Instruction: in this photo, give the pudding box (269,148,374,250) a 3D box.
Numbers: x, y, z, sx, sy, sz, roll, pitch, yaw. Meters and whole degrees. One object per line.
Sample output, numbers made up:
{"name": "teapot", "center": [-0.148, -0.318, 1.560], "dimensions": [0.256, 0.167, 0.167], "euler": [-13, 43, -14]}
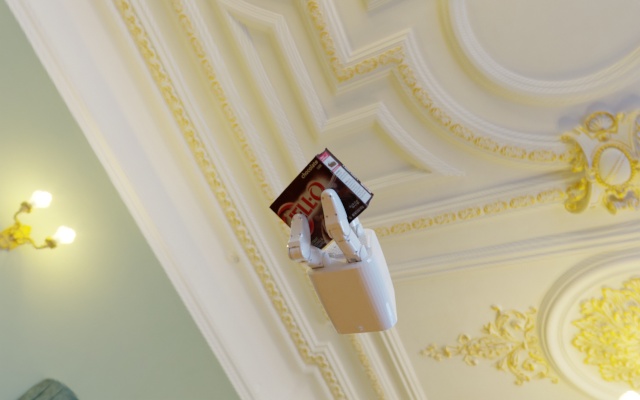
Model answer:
{"name": "pudding box", "center": [0.000, 0.002, 0.616], "dimensions": [0.113, 0.090, 0.039], "euler": [-45, 2, 33]}
